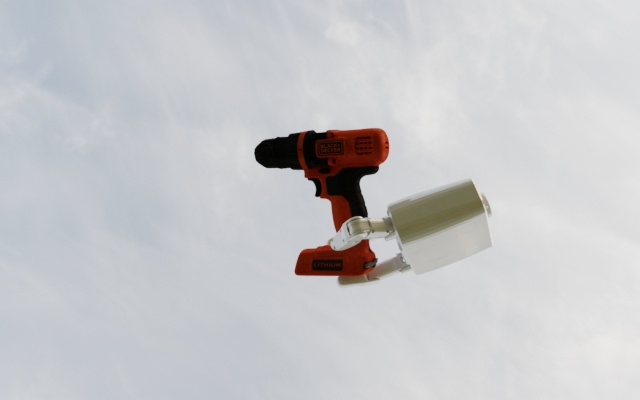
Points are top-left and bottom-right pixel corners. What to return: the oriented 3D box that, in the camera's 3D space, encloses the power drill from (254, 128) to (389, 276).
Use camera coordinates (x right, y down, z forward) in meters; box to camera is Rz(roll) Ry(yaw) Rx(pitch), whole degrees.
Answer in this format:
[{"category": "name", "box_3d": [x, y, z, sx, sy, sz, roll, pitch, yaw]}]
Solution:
[{"category": "power drill", "box_3d": [0.000, 0.002, 0.619, 0.184, 0.187, 0.057, -2, 4, 24]}]
